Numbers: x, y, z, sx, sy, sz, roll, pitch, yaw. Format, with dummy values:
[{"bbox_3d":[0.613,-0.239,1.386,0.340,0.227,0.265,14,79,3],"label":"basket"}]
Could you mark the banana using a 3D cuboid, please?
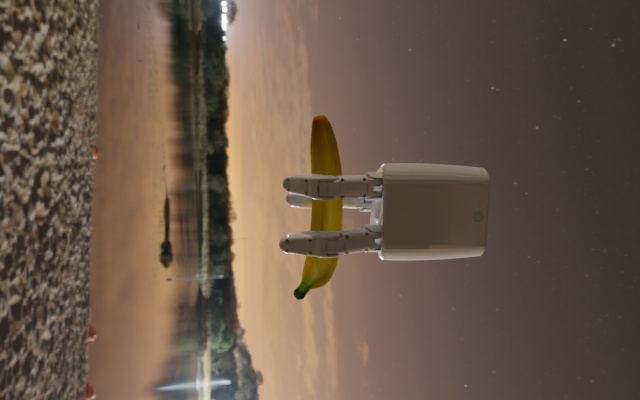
[{"bbox_3d":[0.004,0.009,0.523,0.037,0.197,0.070,2,-12,13],"label":"banana"}]
